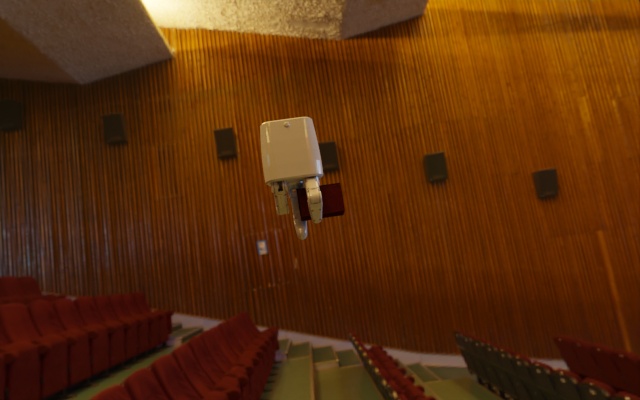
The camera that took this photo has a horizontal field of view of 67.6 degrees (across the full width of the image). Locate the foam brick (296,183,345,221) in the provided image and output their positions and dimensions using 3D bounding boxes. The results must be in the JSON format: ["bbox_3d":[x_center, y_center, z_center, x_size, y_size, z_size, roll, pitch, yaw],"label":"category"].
[{"bbox_3d":[0.000,0.003,0.834,0.078,0.051,0.053,-8,-10,-4],"label":"foam brick"}]
